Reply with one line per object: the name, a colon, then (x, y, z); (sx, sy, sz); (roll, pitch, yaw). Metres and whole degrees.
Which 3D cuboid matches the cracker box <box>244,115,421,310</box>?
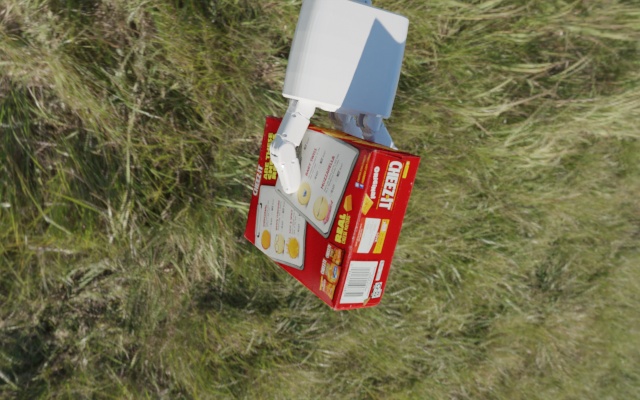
cracker box: (0.000, 0.002, 0.547); (0.072, 0.164, 0.213); (5, 14, -36)
